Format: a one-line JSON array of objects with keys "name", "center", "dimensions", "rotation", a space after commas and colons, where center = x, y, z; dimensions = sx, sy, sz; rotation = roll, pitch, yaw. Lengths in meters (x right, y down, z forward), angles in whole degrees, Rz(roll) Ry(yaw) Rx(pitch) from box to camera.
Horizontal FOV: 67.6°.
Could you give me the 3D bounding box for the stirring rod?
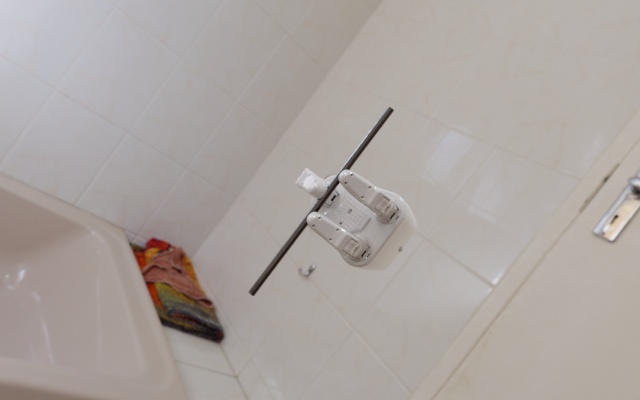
[{"name": "stirring rod", "center": [0.000, 0.002, 0.495], "dimensions": [0.011, 0.239, 0.011], "rotation": [37, 2, -2]}]
